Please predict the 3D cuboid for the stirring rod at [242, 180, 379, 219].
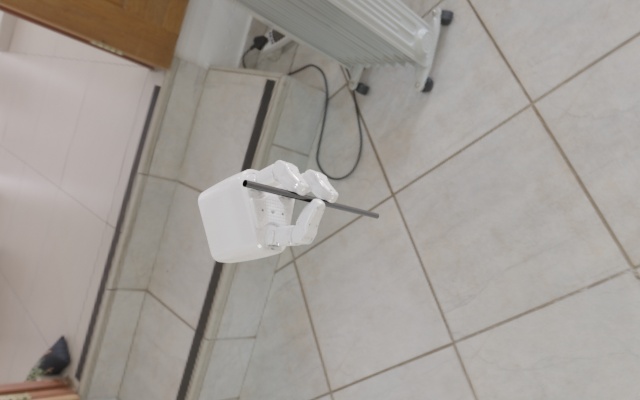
[{"bbox_3d":[0.000,0.002,0.595,0.011,0.011,0.239,0,-10,43],"label":"stirring rod"}]
